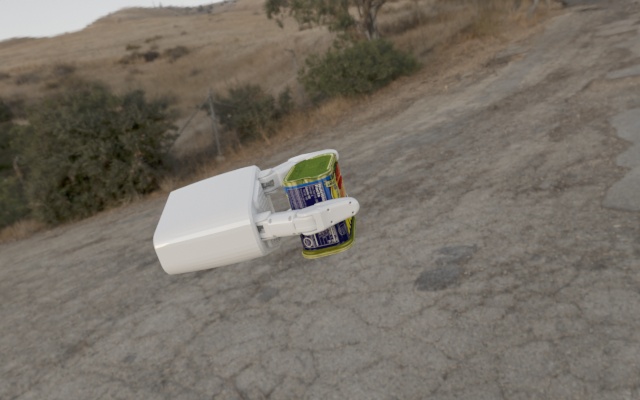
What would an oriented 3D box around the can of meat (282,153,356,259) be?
[{"bbox_3d":[0.000,0.001,0.518,0.057,0.084,0.102,-14,16,10],"label":"can of meat"}]
